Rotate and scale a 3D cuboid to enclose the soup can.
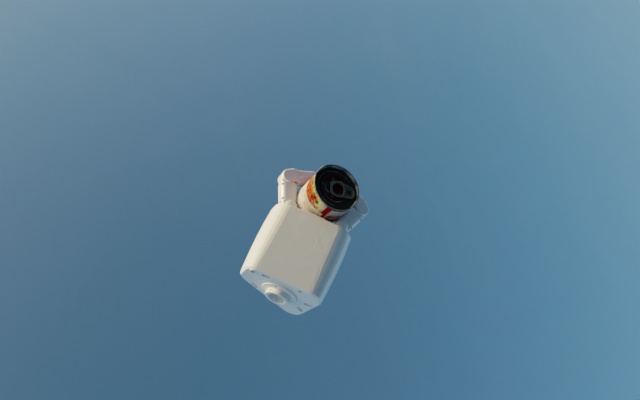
[{"bbox_3d":[0.000,0.002,0.673,0.068,0.068,0.102,0,-23,-29],"label":"soup can"}]
